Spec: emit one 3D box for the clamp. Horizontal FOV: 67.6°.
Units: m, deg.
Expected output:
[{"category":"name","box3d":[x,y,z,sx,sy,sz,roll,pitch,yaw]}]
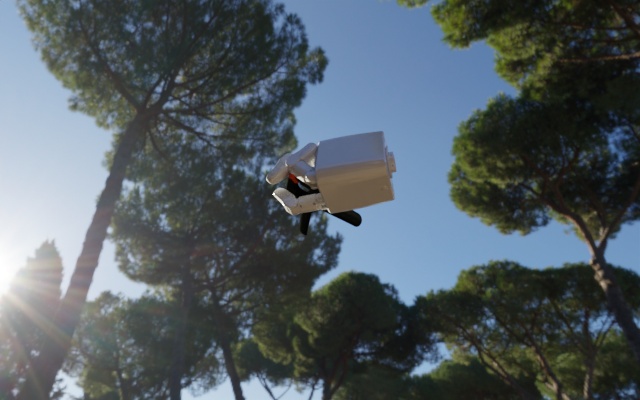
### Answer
[{"category":"clamp","box3d":[0.000,0.002,0.820,0.120,0.039,0.172,-10,-39,12]}]
